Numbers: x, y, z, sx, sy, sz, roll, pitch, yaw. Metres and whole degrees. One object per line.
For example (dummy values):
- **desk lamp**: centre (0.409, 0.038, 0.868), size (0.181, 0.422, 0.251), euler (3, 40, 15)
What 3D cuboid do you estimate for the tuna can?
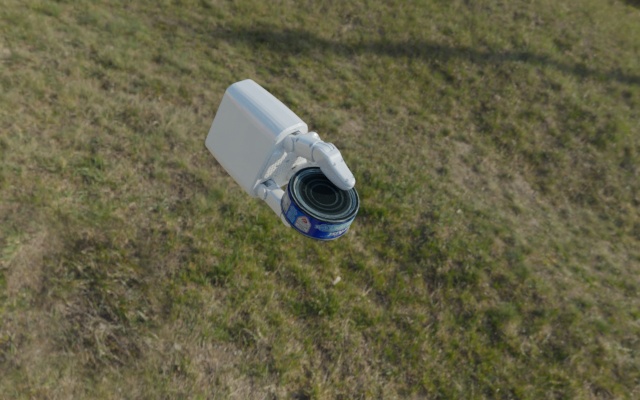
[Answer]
- **tuna can**: centre (0.000, 0.001, 0.542), size (0.086, 0.086, 0.034), euler (0, -40, -25)
